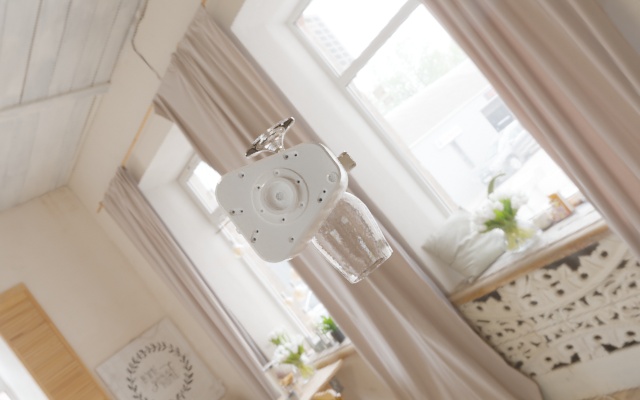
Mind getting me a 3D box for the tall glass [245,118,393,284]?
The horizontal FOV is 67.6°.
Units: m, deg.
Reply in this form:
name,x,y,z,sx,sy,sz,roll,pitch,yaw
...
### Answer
name,x,y,z,sx,sy,sz,roll,pitch,yaw
tall glass,0.000,0.001,0.571,0.079,0.201,0.079,-38,-3,-2
